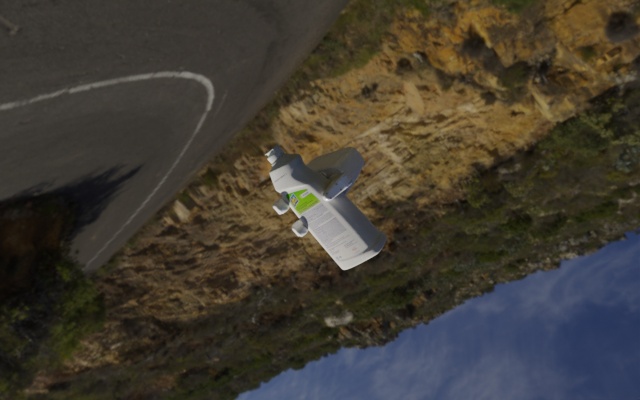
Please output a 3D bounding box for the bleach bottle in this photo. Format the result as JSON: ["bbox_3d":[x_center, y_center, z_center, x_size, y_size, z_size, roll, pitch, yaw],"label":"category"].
[{"bbox_3d":[0.000,0.003,0.840,0.102,0.251,0.068,-33,12,34],"label":"bleach bottle"}]
